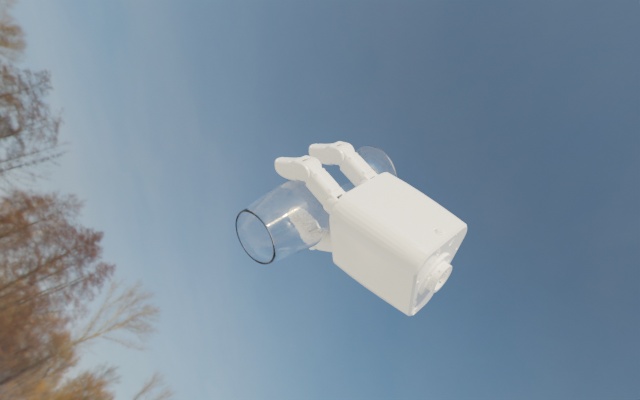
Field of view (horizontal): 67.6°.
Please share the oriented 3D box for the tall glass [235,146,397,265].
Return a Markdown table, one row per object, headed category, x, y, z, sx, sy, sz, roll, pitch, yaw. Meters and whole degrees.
| category | x | y | z | sx | sy | sz | roll | pitch | yaw |
| --- | --- | --- | --- | --- | --- | --- | --- | --- | --- |
| tall glass | 0.000 | 0.002 | 0.550 | 0.201 | 0.079 | 0.079 | -28 | 18 | -39 |
